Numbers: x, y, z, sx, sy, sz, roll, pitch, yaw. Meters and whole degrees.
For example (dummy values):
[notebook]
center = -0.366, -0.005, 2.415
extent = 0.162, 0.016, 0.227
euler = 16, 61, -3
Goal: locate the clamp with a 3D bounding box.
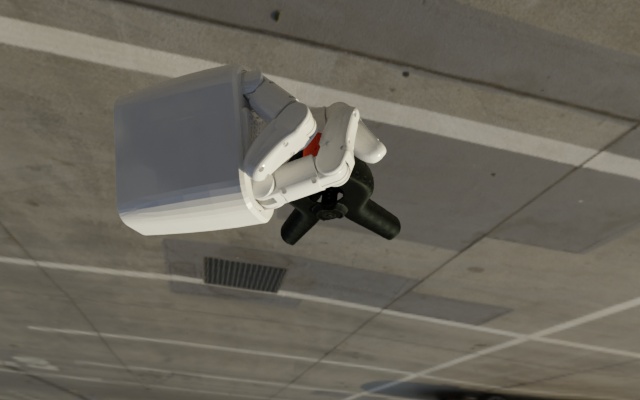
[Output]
[clamp]
center = 0.000, 0.002, 0.427
extent = 0.120, 0.039, 0.172
euler = -13, -32, 13
